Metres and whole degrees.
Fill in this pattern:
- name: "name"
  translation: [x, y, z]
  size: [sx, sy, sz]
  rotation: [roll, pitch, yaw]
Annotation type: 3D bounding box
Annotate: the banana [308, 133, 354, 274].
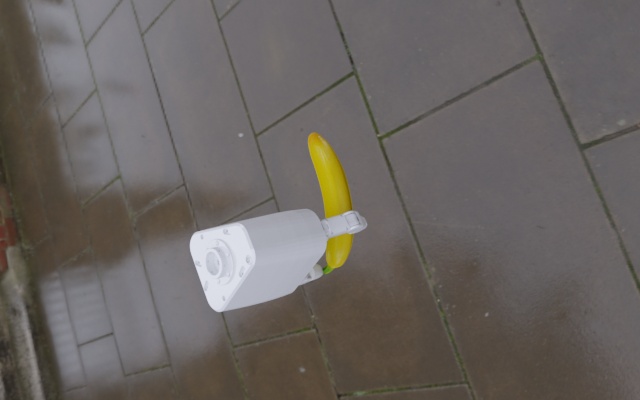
- name: "banana"
  translation: [0.014, 0.005, 0.638]
  size: [0.069, 0.198, 0.037]
  rotation: [-1, 5, 45]
